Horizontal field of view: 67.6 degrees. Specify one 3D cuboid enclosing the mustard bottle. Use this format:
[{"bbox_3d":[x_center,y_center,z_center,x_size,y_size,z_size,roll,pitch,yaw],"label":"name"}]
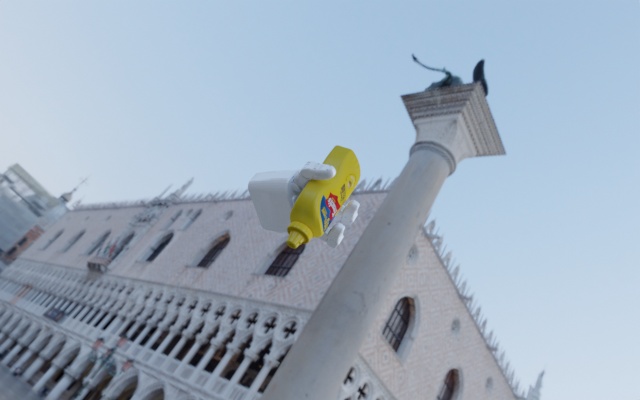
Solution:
[{"bbox_3d":[0.001,0.002,0.788,0.058,0.191,0.096,21,-35,22],"label":"mustard bottle"}]
